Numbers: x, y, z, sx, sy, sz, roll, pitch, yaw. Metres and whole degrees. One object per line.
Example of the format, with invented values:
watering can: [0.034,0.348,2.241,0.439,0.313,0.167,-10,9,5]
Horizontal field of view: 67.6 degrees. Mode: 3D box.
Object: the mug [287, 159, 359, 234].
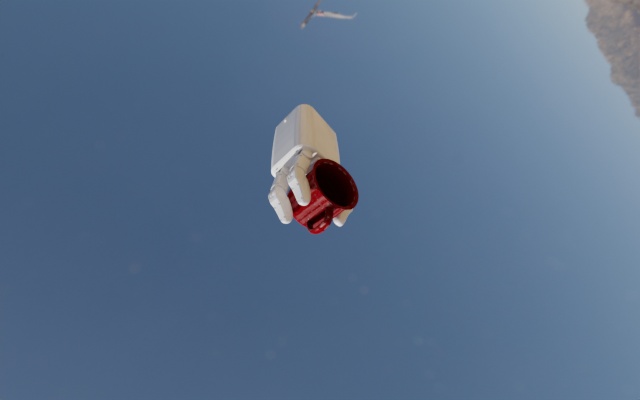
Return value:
mug: [0.000,0.004,0.757,0.093,0.117,0.081,26,-45,-29]
